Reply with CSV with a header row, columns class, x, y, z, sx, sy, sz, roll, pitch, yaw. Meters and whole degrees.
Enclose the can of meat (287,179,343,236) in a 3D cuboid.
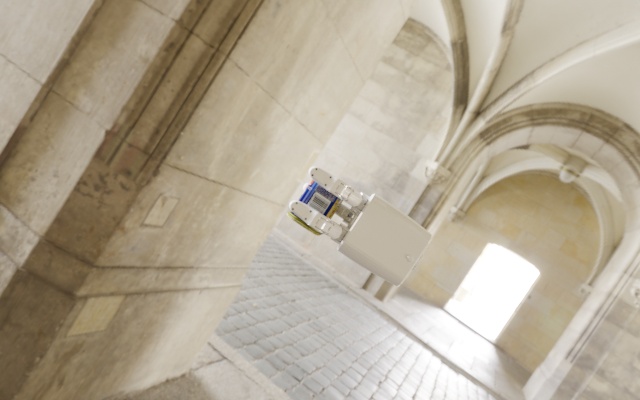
class,x,y,z,sx,sy,sz,roll,pitch,yaw
can of meat,0.000,0.002,0.725,0.057,0.084,0.102,34,2,6
